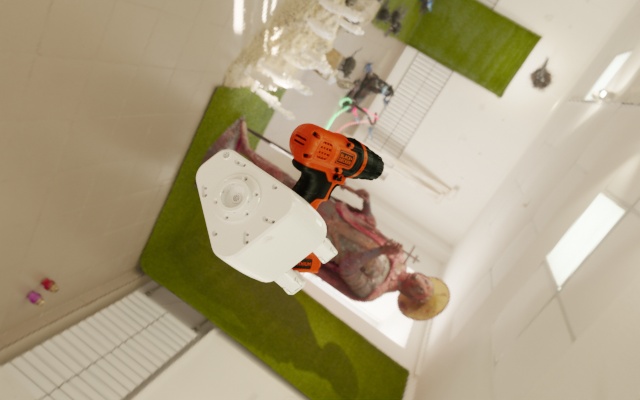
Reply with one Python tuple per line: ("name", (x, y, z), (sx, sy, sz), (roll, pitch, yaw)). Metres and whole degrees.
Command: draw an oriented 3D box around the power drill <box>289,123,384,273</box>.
("power drill", (0.000, 0.002, 0.628), (0.057, 0.187, 0.184), (30, 10, 37))
